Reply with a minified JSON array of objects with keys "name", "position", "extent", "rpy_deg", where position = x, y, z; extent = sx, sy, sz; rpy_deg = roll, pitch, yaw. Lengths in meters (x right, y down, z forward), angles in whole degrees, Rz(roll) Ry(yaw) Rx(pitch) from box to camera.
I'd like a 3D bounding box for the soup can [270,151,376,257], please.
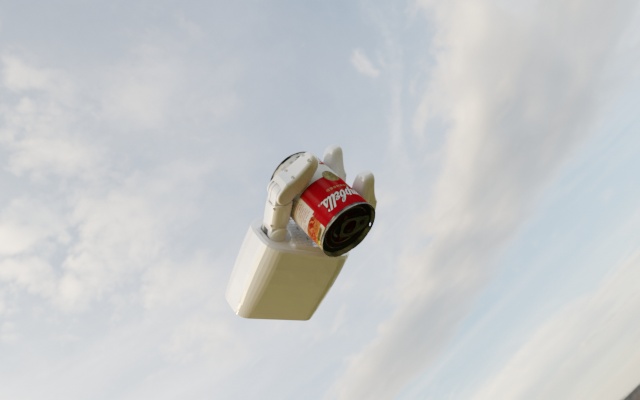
[{"name":"soup can","position":[0.000,0.001,0.506],"extent":[0.068,0.068,0.102],"rpy_deg":[0,35,-45]}]
